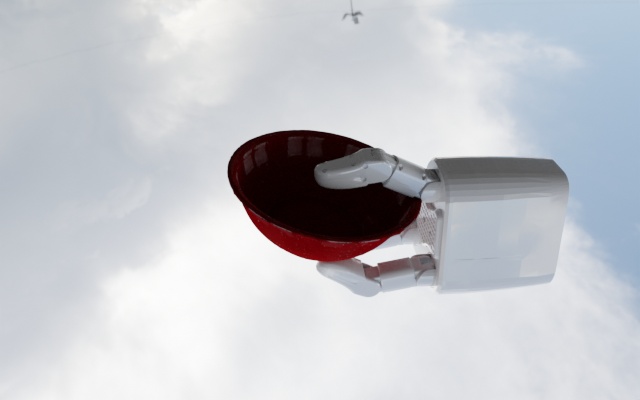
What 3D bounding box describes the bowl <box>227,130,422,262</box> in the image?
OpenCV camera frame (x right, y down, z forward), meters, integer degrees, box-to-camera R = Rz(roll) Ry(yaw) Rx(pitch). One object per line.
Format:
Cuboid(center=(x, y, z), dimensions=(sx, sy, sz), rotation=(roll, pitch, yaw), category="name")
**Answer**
Cuboid(center=(-0.001, 0.001, 0.408), dimensions=(0.162, 0.055, 0.162), rotation=(9, 35, -6), category="bowl")
